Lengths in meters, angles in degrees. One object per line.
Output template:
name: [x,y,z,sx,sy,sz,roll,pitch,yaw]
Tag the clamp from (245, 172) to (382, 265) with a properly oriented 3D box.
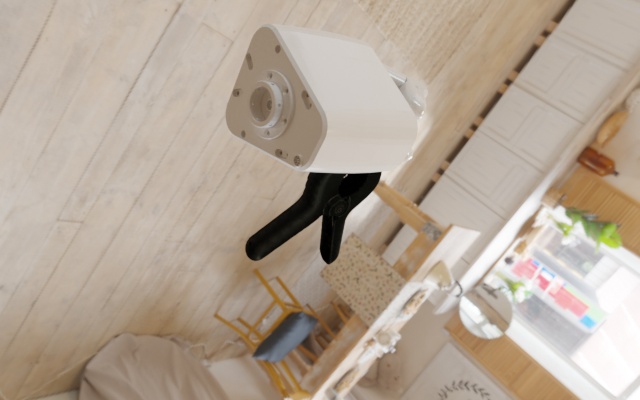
clamp: [0.001,0.002,0.467,0.120,0.171,0.039,-4,40,-44]
